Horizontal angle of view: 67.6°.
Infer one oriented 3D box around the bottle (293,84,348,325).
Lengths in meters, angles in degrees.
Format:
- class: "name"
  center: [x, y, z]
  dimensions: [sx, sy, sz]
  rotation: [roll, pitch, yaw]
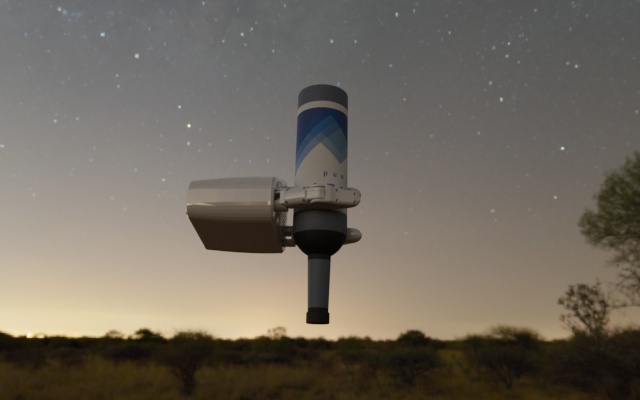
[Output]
- class: "bottle"
  center: [0.000, 0.002, 0.594]
  dimensions: [0.069, 0.295, 0.069]
  rotation: [1, -18, 0]
